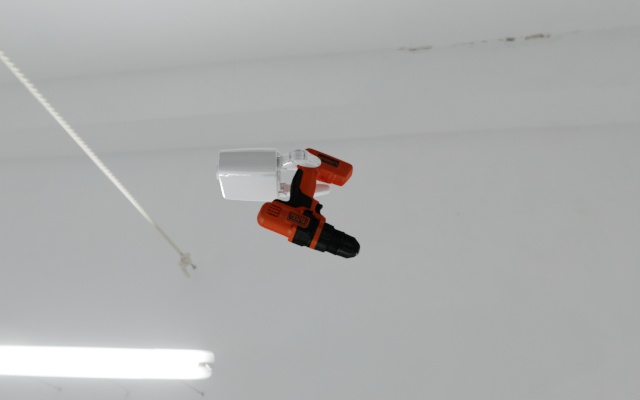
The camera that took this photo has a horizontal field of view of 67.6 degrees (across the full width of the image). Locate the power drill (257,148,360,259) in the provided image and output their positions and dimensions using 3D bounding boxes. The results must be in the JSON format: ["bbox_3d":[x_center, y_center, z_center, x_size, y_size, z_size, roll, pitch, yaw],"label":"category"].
[{"bbox_3d":[0.000,0.002,0.855,0.184,0.187,0.057,23,-39,-2],"label":"power drill"}]
